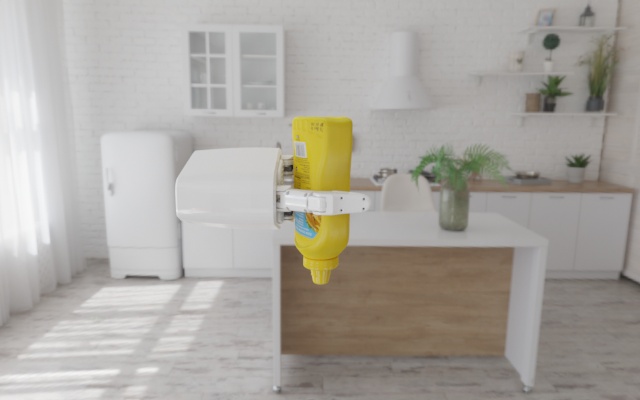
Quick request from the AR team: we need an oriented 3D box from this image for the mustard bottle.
[{"bbox_3d":[0.000,0.002,0.543,0.058,0.191,0.096,-4,11,-25],"label":"mustard bottle"}]
